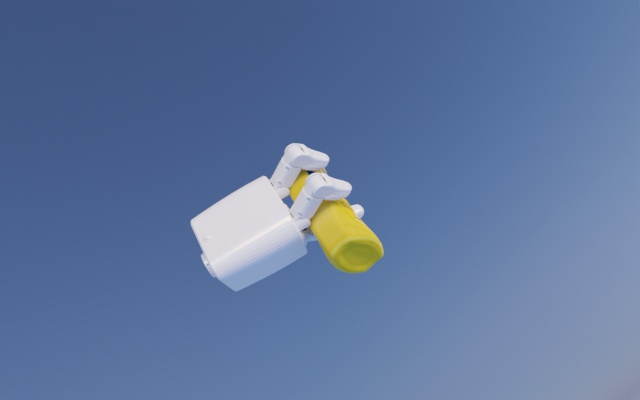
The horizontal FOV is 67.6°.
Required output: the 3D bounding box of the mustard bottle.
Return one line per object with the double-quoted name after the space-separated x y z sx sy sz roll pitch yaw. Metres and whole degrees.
0.000 0.002 0.605 0.096 0.058 0.191 29 21 -52 "mustard bottle"
